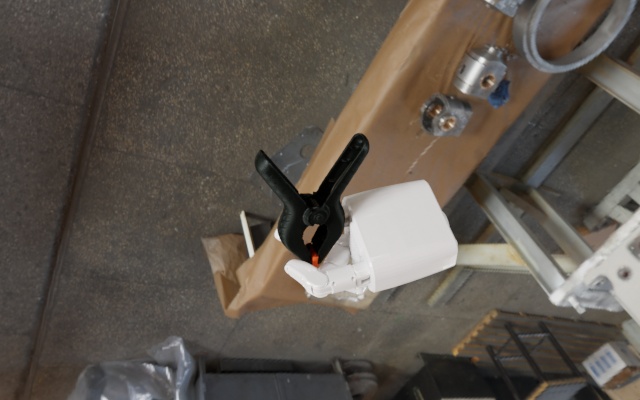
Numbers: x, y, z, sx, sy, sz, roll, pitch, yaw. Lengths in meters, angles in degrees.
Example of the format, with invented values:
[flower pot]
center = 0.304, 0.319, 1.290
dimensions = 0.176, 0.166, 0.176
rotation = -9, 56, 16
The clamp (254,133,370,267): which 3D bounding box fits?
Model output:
[clamp]
center = 0.000, 0.002, 0.523
dimensions = 0.120, 0.172, 0.039
rotation = -15, 44, -7
